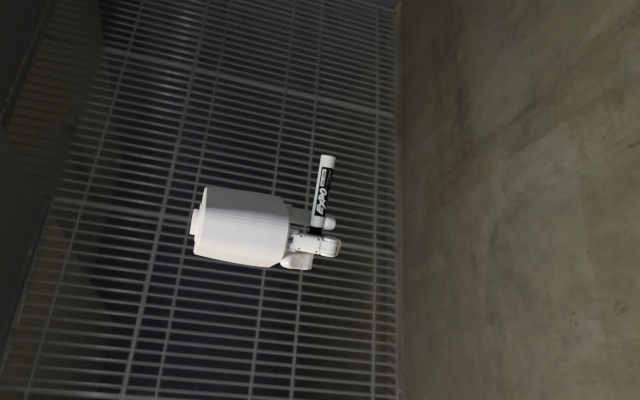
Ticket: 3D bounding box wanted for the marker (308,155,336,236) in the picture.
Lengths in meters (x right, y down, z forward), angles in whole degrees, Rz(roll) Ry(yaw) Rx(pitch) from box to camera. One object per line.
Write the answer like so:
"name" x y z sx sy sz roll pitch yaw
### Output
"marker" 0.000 0.002 0.617 0.020 0.121 0.020 10 0 0
